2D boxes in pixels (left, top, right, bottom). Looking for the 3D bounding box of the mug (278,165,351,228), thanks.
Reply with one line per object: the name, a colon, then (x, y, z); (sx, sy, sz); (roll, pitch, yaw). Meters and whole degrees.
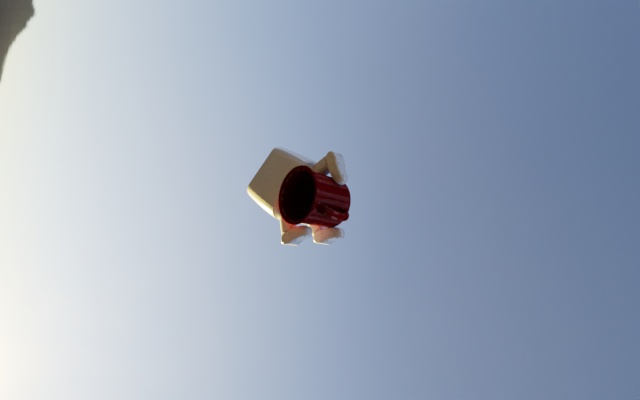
mug: (0.001, 0.003, 0.744); (0.081, 0.093, 0.117); (13, 12, -41)
